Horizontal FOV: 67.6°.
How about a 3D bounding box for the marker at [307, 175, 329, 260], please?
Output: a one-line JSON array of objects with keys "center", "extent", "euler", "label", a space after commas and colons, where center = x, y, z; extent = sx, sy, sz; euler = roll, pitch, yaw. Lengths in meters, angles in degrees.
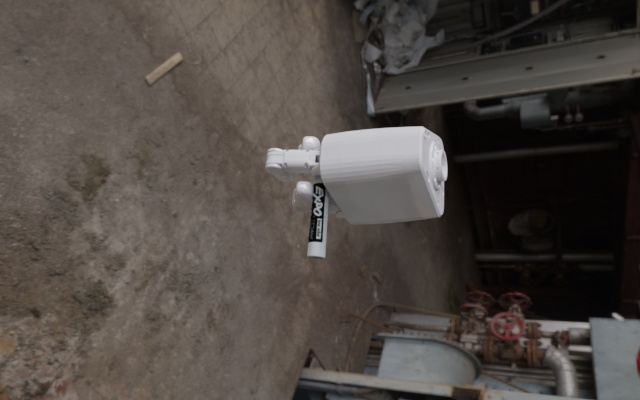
[{"center": [0.000, 0.002, 0.509], "extent": [0.020, 0.121, 0.020], "euler": [4, -17, 1], "label": "marker"}]
